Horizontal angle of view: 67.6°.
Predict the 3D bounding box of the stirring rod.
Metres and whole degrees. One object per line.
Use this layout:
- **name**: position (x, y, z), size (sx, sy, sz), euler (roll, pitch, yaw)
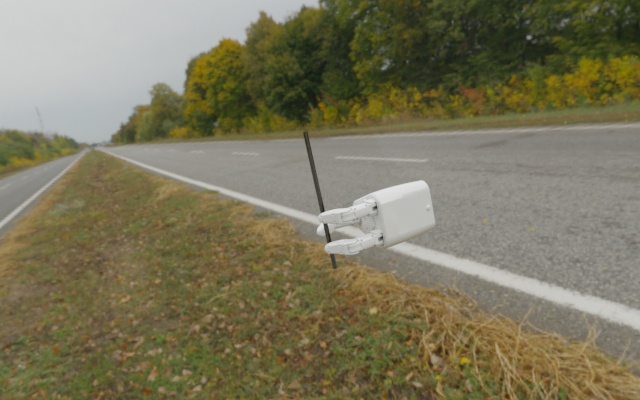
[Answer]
- **stirring rod**: position (0.000, 0.003, 0.807), size (0.011, 0.239, 0.011), euler (-12, 12, 2)
